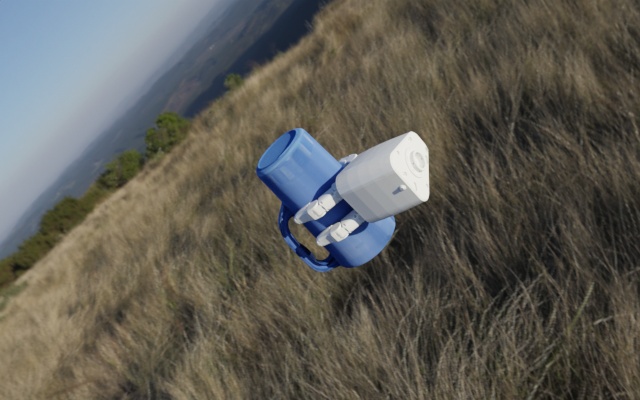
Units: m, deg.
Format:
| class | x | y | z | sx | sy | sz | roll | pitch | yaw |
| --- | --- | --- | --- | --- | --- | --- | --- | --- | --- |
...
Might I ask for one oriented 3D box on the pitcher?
| class | x | y | z | sx | sy | sz | roll | pitch | yaw |
| --- | --- | --- | --- | --- | --- | --- | --- | --- | --- |
| pitcher | 0.000 | 0.003 | 0.822 | 0.145 | 0.149 | 0.243 | -22 | -58 | 43 |
